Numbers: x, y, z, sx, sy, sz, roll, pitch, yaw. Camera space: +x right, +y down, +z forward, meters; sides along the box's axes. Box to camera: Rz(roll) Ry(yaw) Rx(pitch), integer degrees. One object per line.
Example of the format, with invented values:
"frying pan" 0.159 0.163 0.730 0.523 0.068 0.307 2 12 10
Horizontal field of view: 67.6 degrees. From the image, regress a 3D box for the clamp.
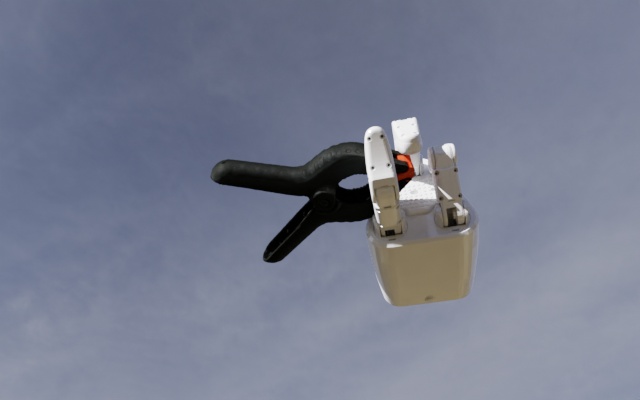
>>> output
"clamp" 0.000 0.001 0.432 0.171 0.039 0.120 -9 -46 8
